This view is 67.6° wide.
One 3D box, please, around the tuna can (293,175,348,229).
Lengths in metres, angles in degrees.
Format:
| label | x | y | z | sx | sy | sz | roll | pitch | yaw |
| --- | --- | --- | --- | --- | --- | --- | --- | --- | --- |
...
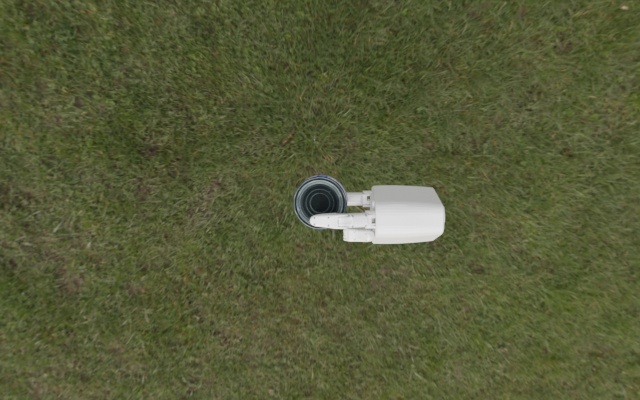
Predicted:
| label | x | y | z | sx | sy | sz | roll | pitch | yaw |
| --- | --- | --- | --- | --- | --- | --- | --- | --- | --- |
| tuna can | 0.000 | 0.003 | 0.762 | 0.086 | 0.086 | 0.033 | 0 | 7 | 5 |
